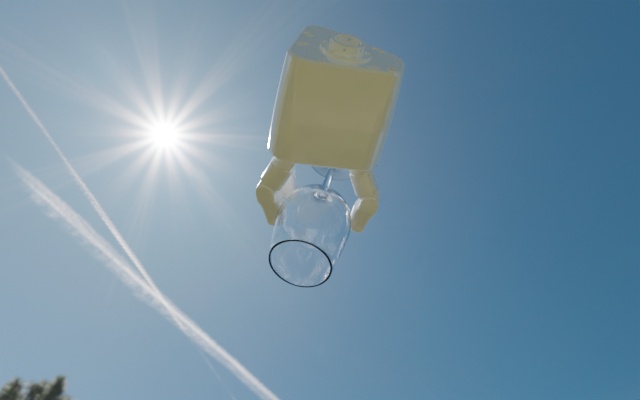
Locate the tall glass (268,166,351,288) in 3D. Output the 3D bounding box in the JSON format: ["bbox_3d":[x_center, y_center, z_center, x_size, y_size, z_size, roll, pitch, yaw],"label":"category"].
[{"bbox_3d":[0.000,0.001,0.526,0.079,0.079,0.201,0,36,14],"label":"tall glass"}]
